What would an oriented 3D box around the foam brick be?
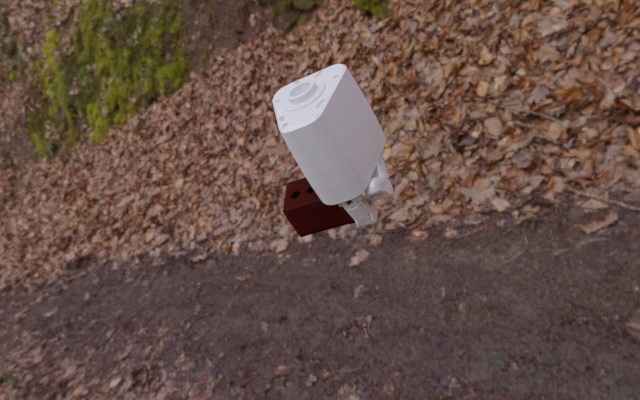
[{"bbox_3d":[0.000,0.002,0.586,0.078,0.053,0.051,-17,-48,21],"label":"foam brick"}]
